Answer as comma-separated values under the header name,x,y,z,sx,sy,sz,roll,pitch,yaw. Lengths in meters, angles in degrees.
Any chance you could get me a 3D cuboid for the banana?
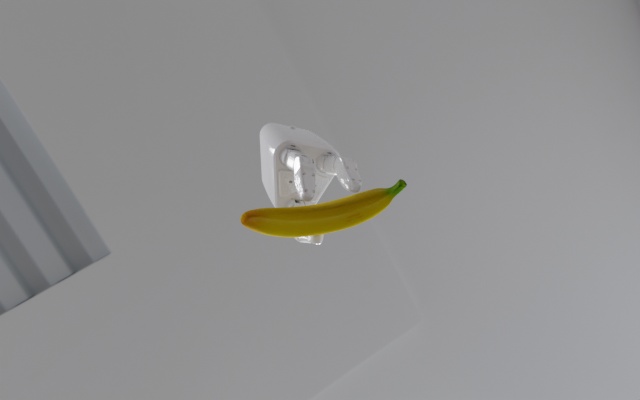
name,x,y,z,sx,sy,sz,roll,pitch,yaw
banana,0.003,0.013,0.572,0.198,0.037,0.070,-14,-38,-13
